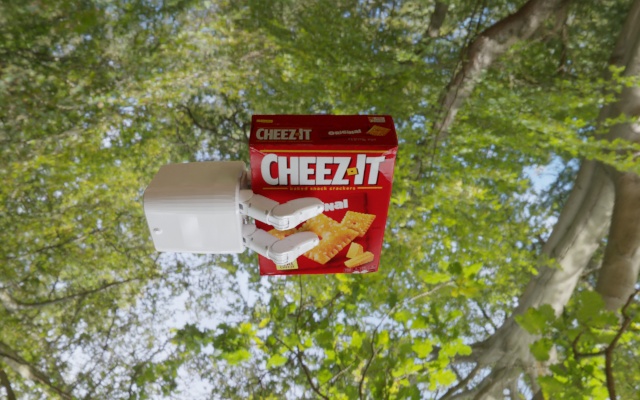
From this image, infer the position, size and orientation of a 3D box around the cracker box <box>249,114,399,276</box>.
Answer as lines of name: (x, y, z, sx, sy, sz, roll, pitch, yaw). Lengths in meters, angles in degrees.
cracker box: (0.000, 0.002, 0.594, 0.164, 0.214, 0.072, -1, 42, -3)
